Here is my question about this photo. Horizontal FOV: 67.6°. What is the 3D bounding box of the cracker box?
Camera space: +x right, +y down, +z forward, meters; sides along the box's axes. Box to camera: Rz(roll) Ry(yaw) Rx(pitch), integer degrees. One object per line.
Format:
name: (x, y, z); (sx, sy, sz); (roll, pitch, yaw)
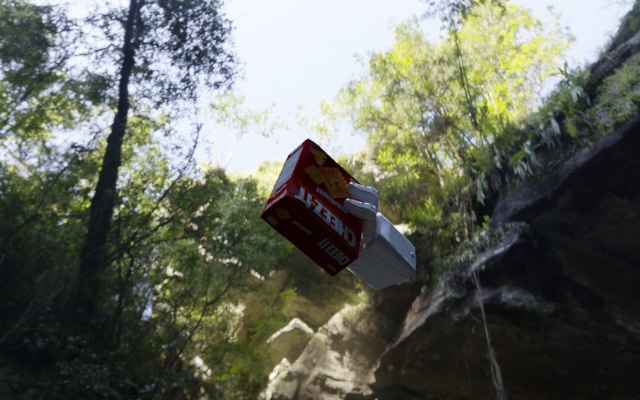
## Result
cracker box: (0.000, 0.003, 0.845); (0.072, 0.164, 0.213); (-40, 19, 29)
